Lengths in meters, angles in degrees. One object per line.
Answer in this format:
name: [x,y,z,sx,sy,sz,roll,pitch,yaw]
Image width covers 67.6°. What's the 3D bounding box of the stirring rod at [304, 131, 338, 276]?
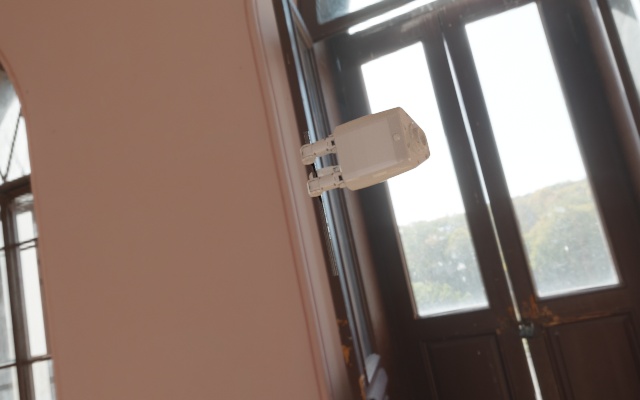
stirring rod: [0.000,0.003,0.774,0.011,0.239,0.011,-11,-9,-2]
